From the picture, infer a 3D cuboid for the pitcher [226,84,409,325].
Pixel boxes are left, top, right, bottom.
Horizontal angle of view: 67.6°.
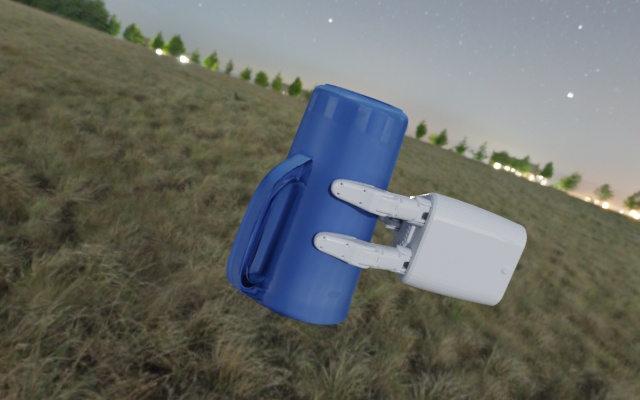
[{"bbox_3d":[0.000,0.002,0.522,0.145,0.243,0.149,18,10,-4],"label":"pitcher"}]
